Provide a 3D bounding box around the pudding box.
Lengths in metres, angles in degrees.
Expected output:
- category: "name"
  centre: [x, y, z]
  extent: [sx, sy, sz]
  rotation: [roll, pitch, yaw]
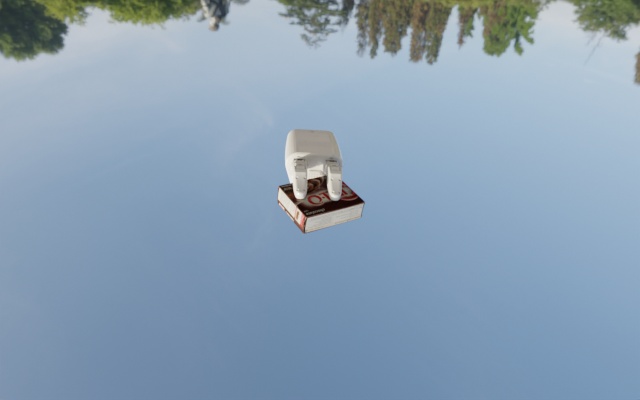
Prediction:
- category: "pudding box"
  centre: [0.000, 0.003, 0.765]
  extent: [0.113, 0.039, 0.090]
  rotation: [-16, 41, -28]
